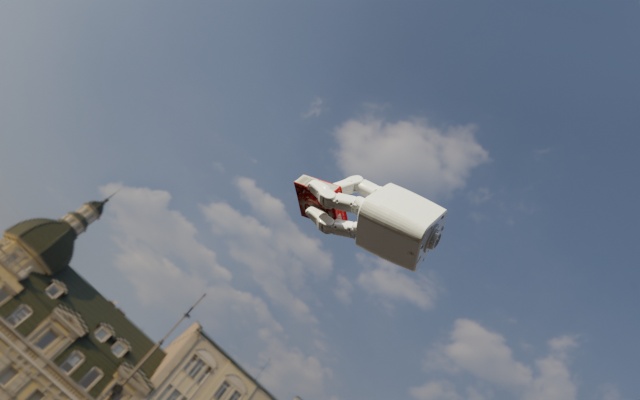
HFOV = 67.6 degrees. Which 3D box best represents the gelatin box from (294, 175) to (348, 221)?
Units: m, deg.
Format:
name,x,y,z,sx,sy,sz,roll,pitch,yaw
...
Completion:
name,x,y,z,sx,sy,sz,roll,pitch,yaw
gelatin box,0.000,0.002,0.809,0.089,0.073,0.030,20,45,38
